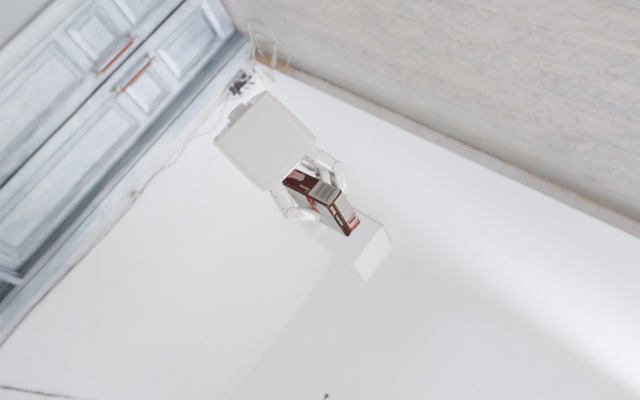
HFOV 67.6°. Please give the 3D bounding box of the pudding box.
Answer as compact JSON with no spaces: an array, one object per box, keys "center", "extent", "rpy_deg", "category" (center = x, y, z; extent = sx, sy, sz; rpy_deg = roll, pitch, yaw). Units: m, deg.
[{"center":[0.000,0.003,0.767],"extent":[0.113,0.039,0.090],"rpy_deg":[29,-18,40],"category":"pudding box"}]
